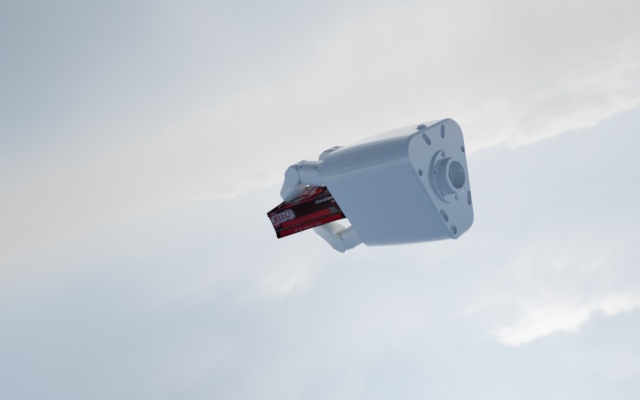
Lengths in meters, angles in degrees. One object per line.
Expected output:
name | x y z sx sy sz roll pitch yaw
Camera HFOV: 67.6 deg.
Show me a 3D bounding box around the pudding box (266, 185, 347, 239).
pudding box | 0.000 0.002 0.568 0.090 0.039 0.113 -17 7 22
